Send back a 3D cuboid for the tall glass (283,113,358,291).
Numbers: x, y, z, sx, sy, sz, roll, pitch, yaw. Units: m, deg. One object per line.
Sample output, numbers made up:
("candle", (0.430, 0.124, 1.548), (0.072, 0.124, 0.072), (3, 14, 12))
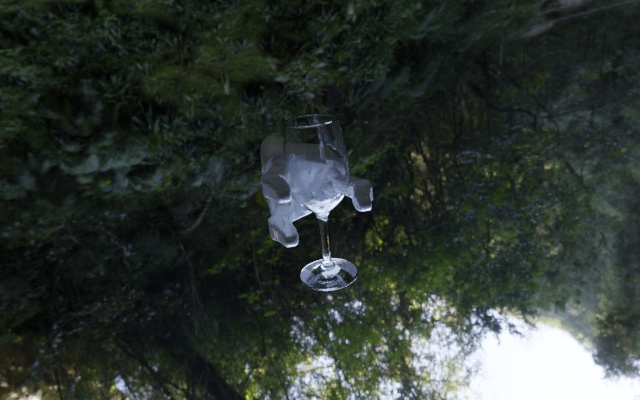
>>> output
("tall glass", (0.000, 0.003, 0.567), (0.079, 0.201, 0.079), (-5, 23, 2))
